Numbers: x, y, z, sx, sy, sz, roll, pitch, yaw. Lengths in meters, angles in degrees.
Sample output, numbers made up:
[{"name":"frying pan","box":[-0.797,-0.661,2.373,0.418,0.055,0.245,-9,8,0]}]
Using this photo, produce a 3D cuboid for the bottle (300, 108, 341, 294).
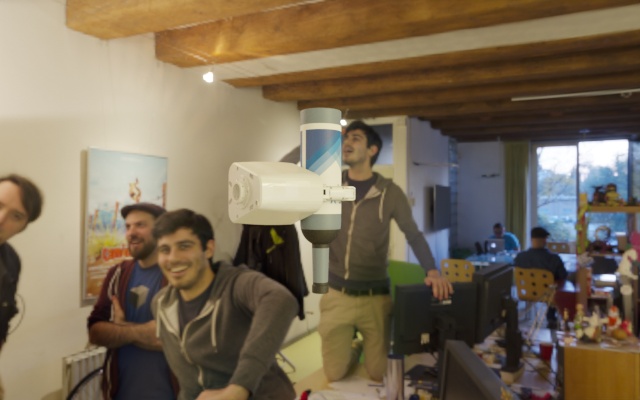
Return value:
[{"name":"bottle","box":[0.000,0.002,0.776,0.069,0.295,0.069,0,0,0]}]
